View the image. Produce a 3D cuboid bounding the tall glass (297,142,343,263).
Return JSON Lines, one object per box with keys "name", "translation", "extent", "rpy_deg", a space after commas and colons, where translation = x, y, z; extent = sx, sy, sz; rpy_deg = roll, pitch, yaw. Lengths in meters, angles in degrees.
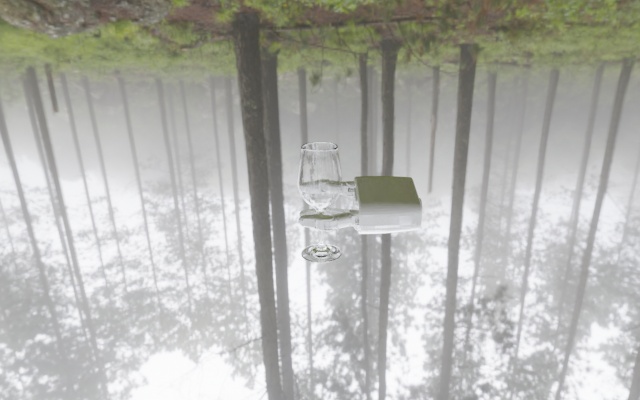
{"name": "tall glass", "translation": [0.000, 0.003, 0.829], "extent": [0.079, 0.201, 0.079], "rpy_deg": [-1, 21, 0]}
